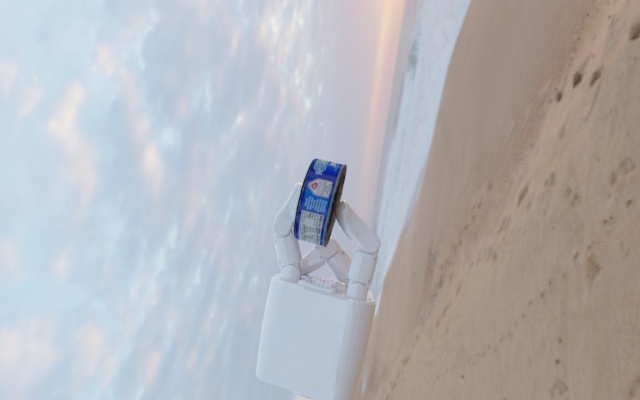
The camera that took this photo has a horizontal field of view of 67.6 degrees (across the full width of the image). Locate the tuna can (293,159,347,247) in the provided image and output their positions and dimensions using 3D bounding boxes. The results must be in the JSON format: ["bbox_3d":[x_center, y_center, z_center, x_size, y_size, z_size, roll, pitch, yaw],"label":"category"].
[{"bbox_3d":[0.000,0.001,0.481,0.034,0.086,0.086,14,1,6],"label":"tuna can"}]
